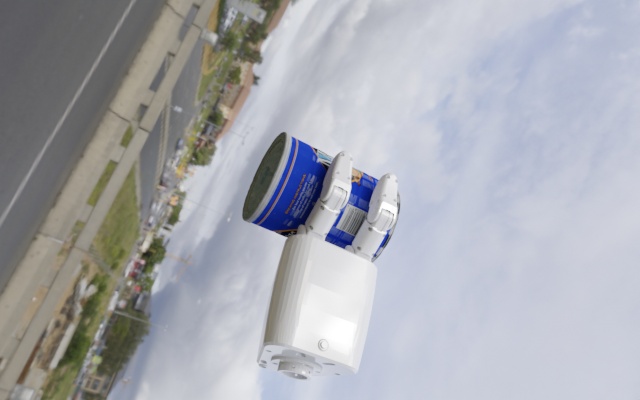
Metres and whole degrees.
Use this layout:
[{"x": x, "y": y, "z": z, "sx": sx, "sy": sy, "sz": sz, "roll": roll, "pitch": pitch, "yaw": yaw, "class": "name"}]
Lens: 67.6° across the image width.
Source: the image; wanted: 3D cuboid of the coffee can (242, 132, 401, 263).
[{"x": 0.000, "y": 0.002, "z": 0.521, "sx": 0.140, "sy": 0.103, "sz": 0.103, "roll": 25, "pitch": -8, "yaw": -18, "class": "coffee can"}]
